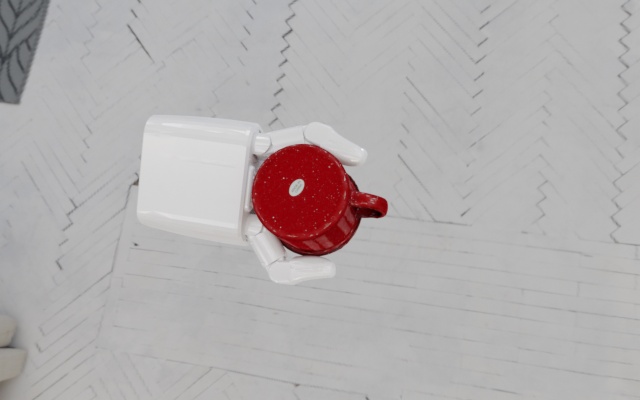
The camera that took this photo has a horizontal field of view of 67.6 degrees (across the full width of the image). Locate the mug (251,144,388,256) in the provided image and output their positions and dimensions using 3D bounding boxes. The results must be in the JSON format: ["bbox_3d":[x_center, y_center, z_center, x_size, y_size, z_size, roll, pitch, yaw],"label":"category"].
[{"bbox_3d":[0.001,0.002,0.416,0.117,0.093,0.081,8,-10,10],"label":"mug"}]
